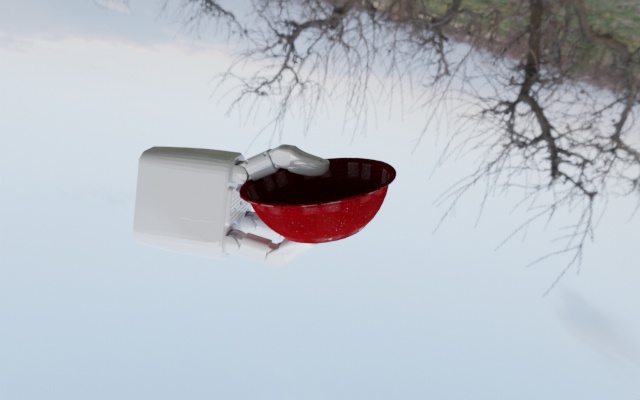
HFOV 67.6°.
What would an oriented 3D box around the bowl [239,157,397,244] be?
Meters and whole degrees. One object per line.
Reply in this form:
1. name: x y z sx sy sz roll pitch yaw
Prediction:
1. bowl: 0.001 0.002 0.497 0.162 0.055 0.162 -7 18 2
